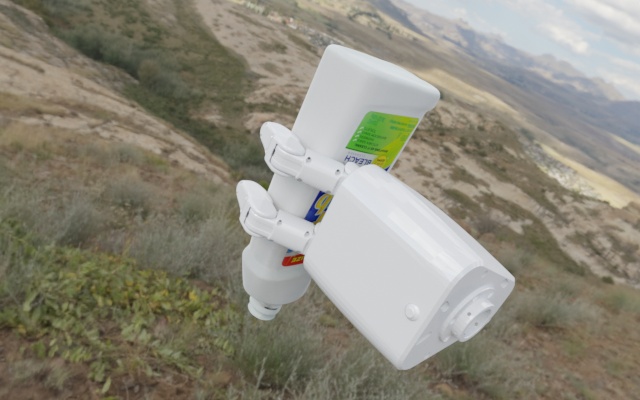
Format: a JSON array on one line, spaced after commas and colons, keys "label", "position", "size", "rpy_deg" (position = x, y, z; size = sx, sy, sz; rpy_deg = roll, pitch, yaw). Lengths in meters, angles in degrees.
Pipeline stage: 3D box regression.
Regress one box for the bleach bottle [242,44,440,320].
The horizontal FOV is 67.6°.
[{"label": "bleach bottle", "position": [0.000, 0.001, 0.415], "size": [0.102, 0.251, 0.068], "rpy_deg": [1, 34, -45]}]
